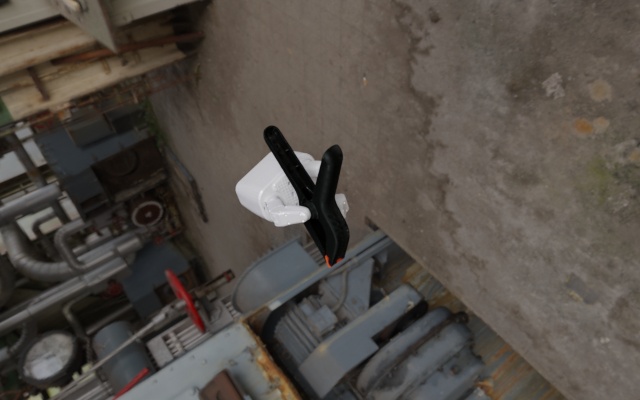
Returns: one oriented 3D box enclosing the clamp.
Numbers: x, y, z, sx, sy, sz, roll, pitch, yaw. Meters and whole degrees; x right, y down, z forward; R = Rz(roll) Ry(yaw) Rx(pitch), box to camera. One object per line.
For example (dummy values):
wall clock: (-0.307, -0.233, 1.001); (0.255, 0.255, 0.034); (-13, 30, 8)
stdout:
clamp: (-0.001, 0.003, 0.633); (0.036, 0.210, 0.164); (-30, 24, -23)
